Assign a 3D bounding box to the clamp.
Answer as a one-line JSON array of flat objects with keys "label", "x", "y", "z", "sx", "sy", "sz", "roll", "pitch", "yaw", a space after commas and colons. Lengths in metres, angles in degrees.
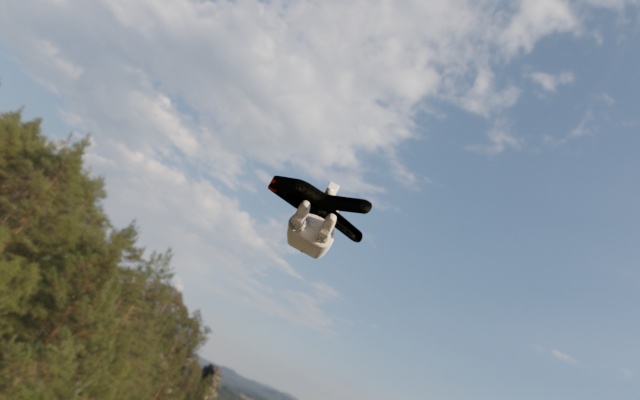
[{"label": "clamp", "x": 0.000, "y": 0.002, "z": 0.899, "sx": 0.210, "sy": 0.036, "sz": 0.165, "roll": 27, "pitch": -24, "yaw": 3}]
